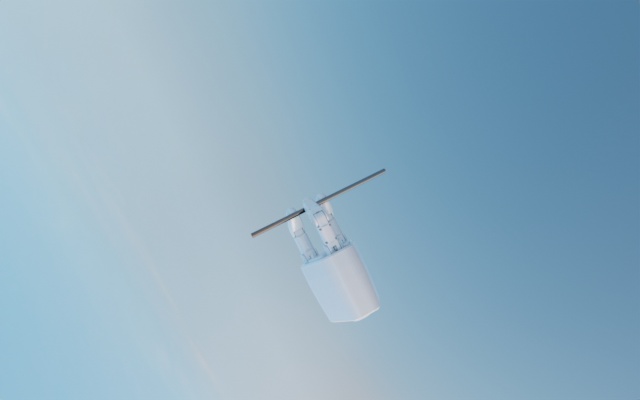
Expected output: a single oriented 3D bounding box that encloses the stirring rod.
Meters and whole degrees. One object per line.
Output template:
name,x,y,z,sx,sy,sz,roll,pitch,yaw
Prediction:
stirring rod,0.000,0.002,0.758,0.239,0.011,0.011,-26,6,-12
